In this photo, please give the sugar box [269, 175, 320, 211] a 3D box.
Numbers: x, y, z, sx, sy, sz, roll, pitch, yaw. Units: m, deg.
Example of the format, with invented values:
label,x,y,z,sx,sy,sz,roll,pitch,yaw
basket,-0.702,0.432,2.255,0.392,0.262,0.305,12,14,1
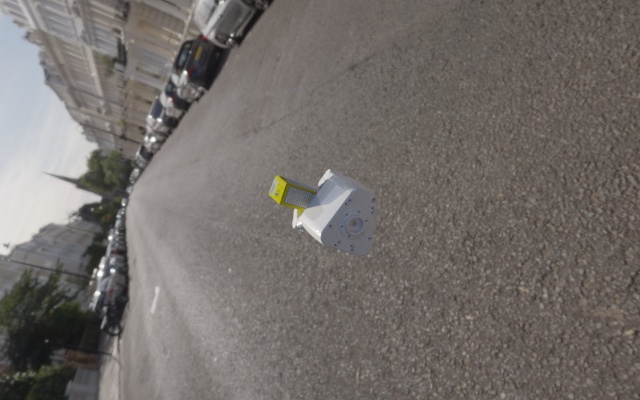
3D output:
label,x,y,z,sx,sy,sz,roll,pitch,yaw
sugar box,0.000,0.003,0.887,0.176,0.048,0.093,19,6,-21
